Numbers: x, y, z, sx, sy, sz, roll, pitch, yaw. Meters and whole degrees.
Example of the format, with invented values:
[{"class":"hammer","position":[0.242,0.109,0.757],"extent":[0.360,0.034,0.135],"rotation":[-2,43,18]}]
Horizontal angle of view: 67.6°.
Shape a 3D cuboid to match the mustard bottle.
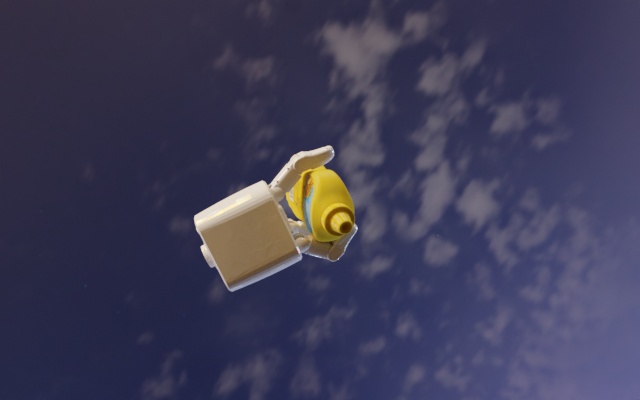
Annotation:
[{"class":"mustard bottle","position":[0.000,0.002,0.651],"extent":[0.058,0.096,0.191],"rotation":[-3,19,-18]}]
